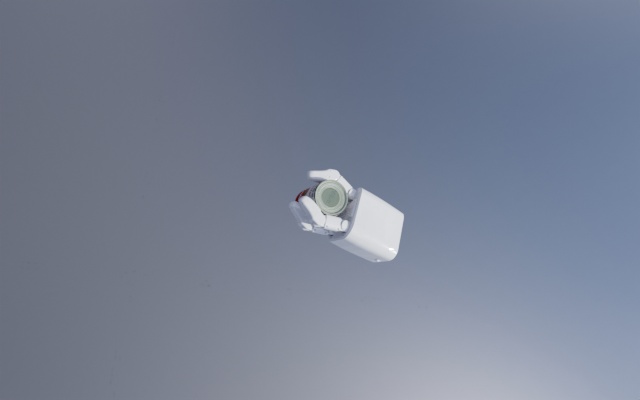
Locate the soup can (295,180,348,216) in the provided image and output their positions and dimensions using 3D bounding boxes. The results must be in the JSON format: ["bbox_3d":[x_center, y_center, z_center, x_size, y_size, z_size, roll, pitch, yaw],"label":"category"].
[{"bbox_3d":[0.000,0.003,0.896,0.068,0.068,0.102,0,-9,-23],"label":"soup can"}]
